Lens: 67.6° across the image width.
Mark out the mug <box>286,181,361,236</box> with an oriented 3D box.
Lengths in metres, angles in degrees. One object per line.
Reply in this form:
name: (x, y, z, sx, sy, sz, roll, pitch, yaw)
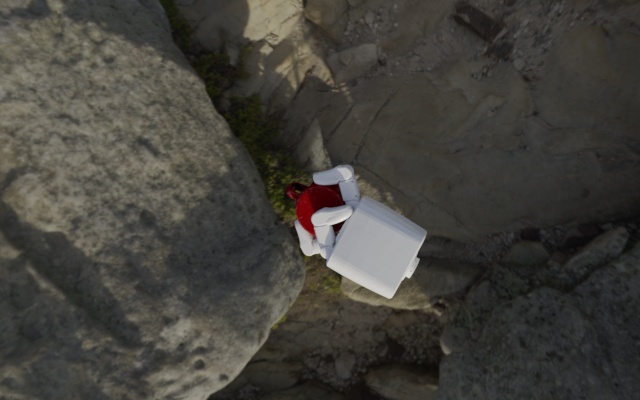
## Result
mug: (-0.001, 0.002, 0.749, 0.117, 0.093, 0.081, 29, 19, 9)
